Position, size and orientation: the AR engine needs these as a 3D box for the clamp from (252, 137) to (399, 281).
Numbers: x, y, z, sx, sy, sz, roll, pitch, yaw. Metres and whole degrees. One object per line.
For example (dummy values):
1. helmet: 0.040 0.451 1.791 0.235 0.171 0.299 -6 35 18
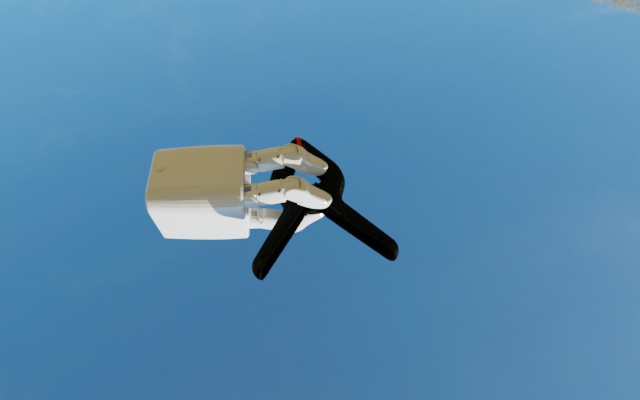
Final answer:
1. clamp: 0.000 0.002 0.584 0.164 0.209 0.036 -1 -41 -6
